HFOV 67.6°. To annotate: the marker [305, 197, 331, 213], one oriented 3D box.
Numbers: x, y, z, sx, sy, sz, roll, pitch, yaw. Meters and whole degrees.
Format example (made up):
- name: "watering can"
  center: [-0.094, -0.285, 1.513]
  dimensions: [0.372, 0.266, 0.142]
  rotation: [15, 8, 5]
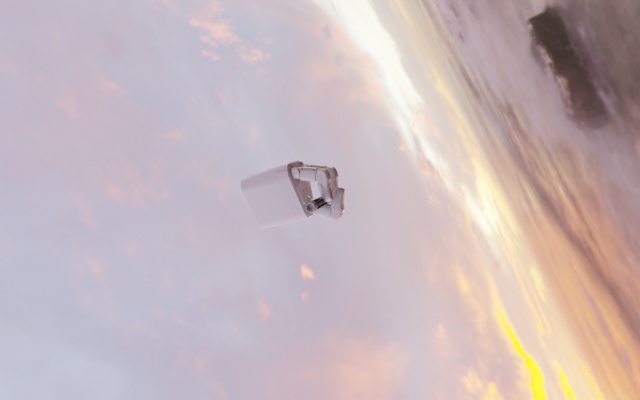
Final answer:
- name: "marker"
  center: [0.000, 0.003, 0.865]
  dimensions: [0.020, 0.020, 0.121]
  rotation: [0, 9, 17]
